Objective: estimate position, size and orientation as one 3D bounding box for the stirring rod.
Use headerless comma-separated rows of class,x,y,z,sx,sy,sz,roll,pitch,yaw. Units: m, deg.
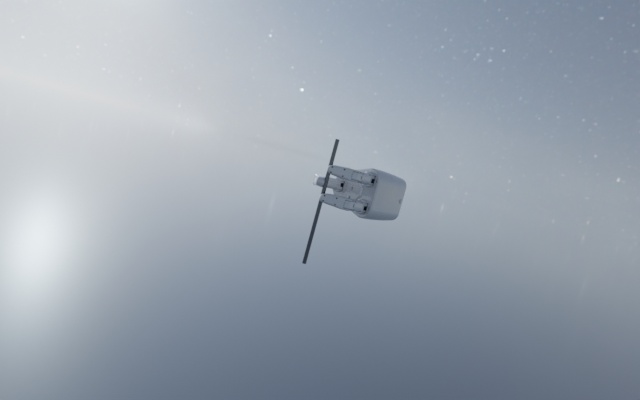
stirring rod,0.000,0.003,0.890,0.011,0.239,0.011,15,5,-1
